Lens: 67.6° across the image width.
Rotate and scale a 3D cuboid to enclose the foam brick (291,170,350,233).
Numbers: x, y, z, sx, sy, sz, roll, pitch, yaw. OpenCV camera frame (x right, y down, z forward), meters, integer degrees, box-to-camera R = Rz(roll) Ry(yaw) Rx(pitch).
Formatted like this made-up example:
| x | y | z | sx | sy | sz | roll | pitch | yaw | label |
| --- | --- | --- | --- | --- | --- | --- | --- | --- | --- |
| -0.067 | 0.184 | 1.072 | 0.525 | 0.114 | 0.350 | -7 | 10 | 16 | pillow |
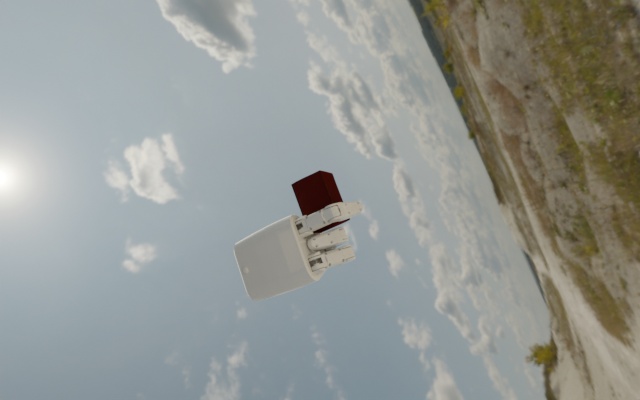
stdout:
| x | y | z | sx | sy | sz | roll | pitch | yaw | label |
| --- | --- | --- | --- | --- | --- | --- | --- | --- | --- |
| 0.000 | 0.002 | 0.699 | 0.051 | 0.078 | 0.053 | -24 | -13 | 19 | foam brick |
